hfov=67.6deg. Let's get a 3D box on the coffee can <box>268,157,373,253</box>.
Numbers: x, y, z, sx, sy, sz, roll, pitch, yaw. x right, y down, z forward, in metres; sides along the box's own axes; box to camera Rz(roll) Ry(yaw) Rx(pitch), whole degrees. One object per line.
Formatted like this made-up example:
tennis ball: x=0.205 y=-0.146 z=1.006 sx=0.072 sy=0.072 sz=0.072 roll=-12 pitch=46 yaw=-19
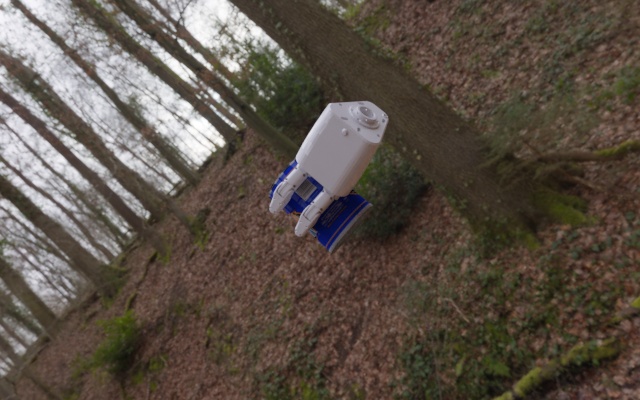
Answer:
coffee can: x=0.000 y=0.003 z=0.781 sx=0.140 sy=0.103 sz=0.103 roll=41 pitch=8 yaw=9
